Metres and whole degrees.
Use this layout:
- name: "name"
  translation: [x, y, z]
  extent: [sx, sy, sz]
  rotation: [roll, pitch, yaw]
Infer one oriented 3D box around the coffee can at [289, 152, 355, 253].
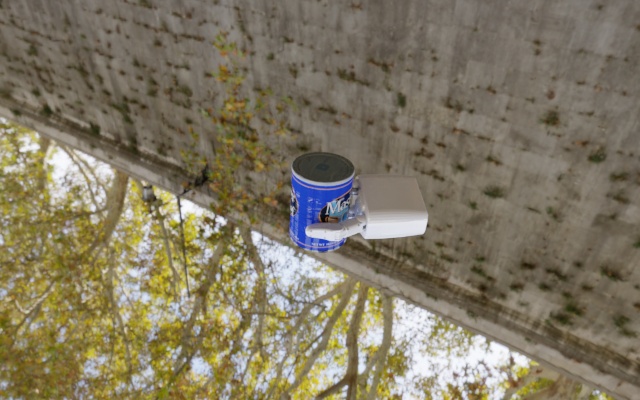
- name: "coffee can"
  translation: [0.000, 0.003, 0.812]
  extent: [0.103, 0.140, 0.102]
  rotation: [3, 33, -2]
